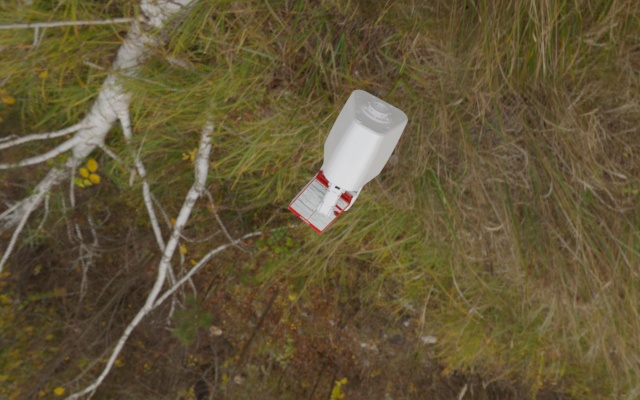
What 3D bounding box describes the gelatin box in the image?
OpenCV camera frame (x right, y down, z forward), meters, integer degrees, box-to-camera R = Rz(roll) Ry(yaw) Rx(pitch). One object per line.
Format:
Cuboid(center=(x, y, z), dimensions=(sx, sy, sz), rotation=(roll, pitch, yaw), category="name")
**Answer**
Cuboid(center=(0.000, 0.003, 0.802), dimensions=(0.089, 0.073, 0.030), rotation=(-47, 9, 33), category="gelatin box")
